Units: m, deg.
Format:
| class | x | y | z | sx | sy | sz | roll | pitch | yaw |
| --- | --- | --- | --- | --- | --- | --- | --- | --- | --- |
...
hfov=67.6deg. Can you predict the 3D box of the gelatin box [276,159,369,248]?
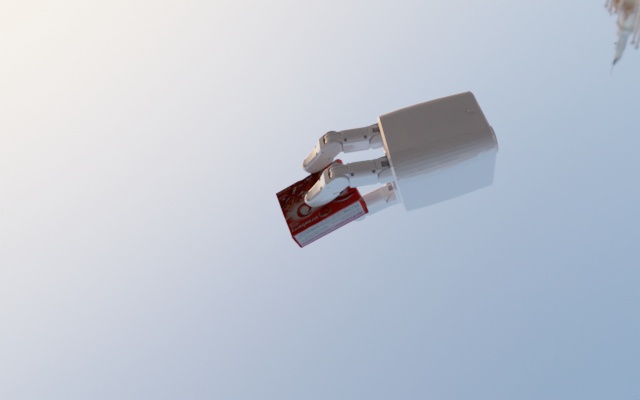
| class | x | y | z | sx | sy | sz | roll | pitch | yaw |
| --- | --- | --- | --- | --- | --- | --- | --- | --- | --- |
| gelatin box | 0.000 | 0.002 | 0.545 | 0.089 | 0.073 | 0.030 | -29 | -43 | 4 |
